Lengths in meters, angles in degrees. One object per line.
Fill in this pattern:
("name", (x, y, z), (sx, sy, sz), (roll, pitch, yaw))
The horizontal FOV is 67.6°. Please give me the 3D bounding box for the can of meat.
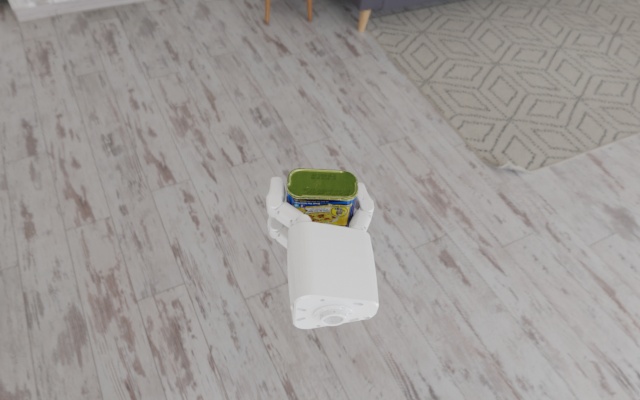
("can of meat", (0.000, 0.002, 0.670), (0.102, 0.057, 0.084), (2, -38, -4))
